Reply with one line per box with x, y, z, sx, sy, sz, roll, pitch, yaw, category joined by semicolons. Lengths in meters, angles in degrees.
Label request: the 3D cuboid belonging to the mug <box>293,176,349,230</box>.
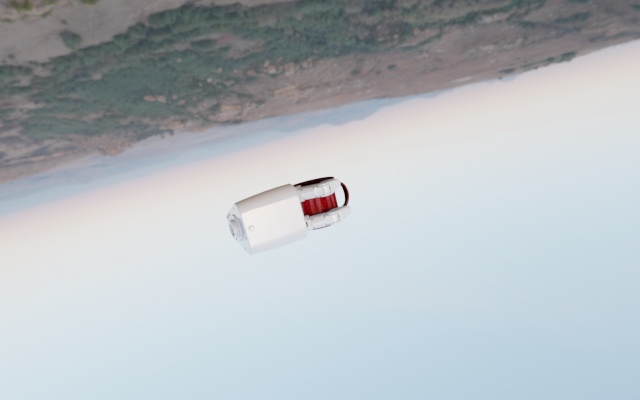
0.001;0.003;0.884;0.117;0.081;0.093;-18;10;-23;mug
